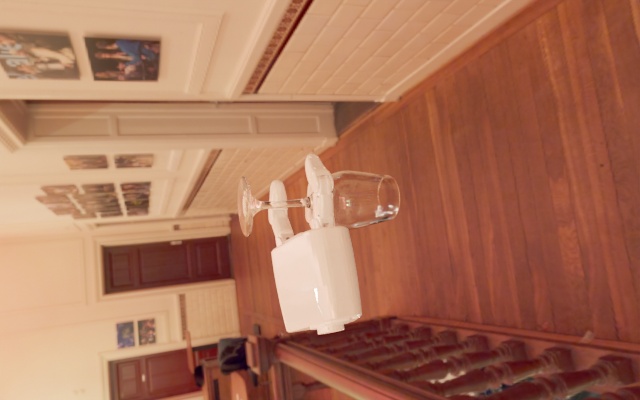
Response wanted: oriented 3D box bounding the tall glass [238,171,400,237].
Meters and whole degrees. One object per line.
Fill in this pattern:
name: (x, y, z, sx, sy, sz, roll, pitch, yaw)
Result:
tall glass: (-0.001, 0.002, 0.615, 0.201, 0.079, 0.079, -4, 1, -21)
